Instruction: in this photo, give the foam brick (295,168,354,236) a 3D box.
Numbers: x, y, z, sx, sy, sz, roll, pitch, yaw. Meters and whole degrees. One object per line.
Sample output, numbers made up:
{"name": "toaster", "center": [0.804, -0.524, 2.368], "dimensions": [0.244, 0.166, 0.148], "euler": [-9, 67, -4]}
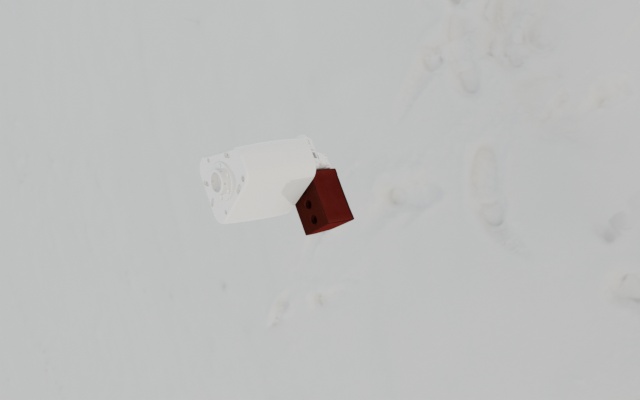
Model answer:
{"name": "foam brick", "center": [0.000, 0.002, 0.657], "dimensions": [0.051, 0.078, 0.053], "euler": [-11, -14, -44]}
